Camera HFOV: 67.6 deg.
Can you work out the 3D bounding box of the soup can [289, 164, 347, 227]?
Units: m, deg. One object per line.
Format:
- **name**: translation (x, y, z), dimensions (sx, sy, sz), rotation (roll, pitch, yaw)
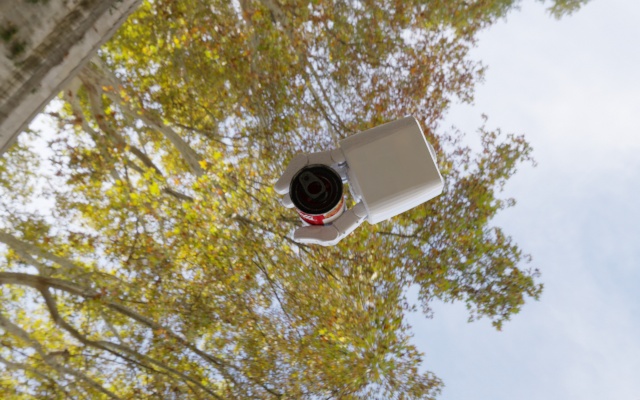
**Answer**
- **soup can**: translation (0.000, 0.002, 0.634), dimensions (0.068, 0.068, 0.102), rotation (0, -19, 7)
